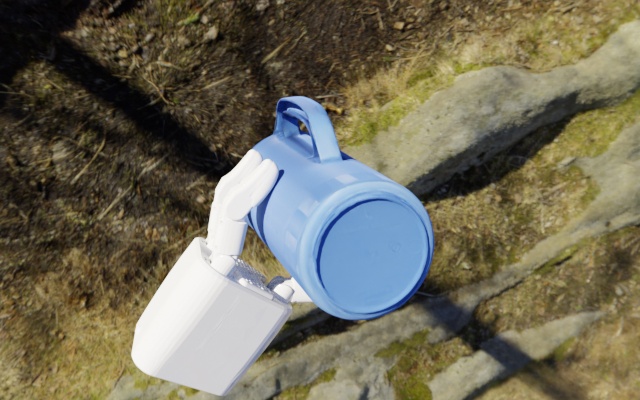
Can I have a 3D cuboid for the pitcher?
[{"bbox_3d":[0.000,0.002,0.447,0.149,0.145,0.242,38,0,-22],"label":"pitcher"}]
